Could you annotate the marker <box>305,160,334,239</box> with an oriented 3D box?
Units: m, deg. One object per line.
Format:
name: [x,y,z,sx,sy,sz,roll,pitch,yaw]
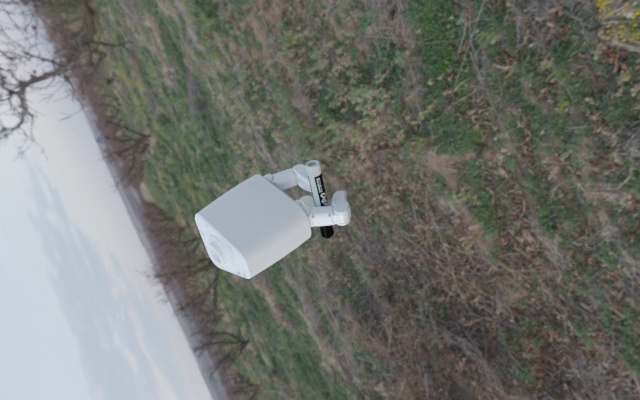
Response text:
marker: [0.000,0.002,0.643,0.020,0.121,0.020,-8,33,6]
